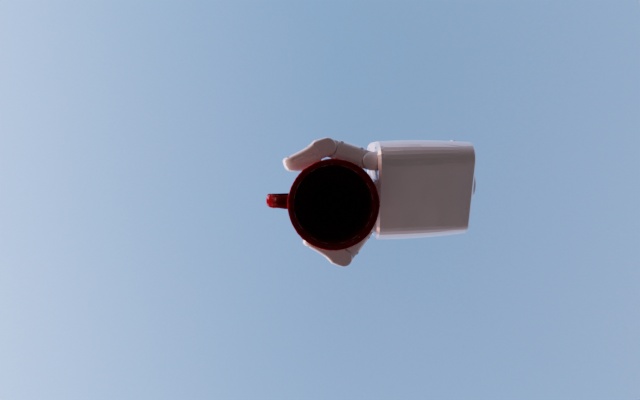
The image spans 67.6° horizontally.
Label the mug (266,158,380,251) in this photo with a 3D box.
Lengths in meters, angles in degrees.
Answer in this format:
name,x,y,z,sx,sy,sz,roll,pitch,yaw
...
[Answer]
name,x,y,z,sx,sy,sz,roll,pitch,yaw
mug,-0.001,0.002,0.518,0.117,0.093,0.081,-1,4,-2
